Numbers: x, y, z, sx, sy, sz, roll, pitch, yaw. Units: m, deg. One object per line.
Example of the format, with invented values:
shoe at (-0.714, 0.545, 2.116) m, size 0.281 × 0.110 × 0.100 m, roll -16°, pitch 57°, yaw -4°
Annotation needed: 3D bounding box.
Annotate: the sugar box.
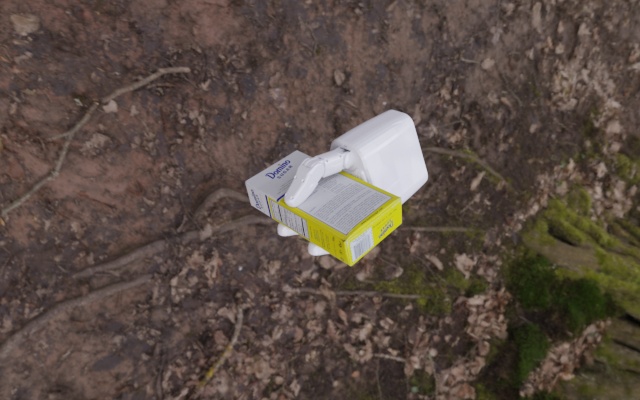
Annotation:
sugar box at (0.000, 0.002, 0.576) m, size 0.093 × 0.048 × 0.176 m, roll -35°, pitch 42°, yaw -30°
